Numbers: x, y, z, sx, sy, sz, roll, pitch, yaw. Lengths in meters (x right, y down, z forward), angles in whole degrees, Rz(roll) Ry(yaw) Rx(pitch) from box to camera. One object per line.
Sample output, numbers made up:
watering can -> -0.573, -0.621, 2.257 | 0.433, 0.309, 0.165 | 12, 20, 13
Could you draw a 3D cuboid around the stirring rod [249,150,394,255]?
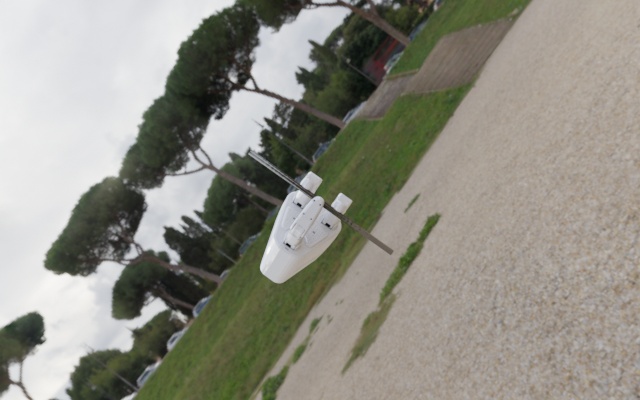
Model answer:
stirring rod -> 0.000, 0.002, 0.659 | 0.239, 0.011, 0.011 | 35, 2, 3
